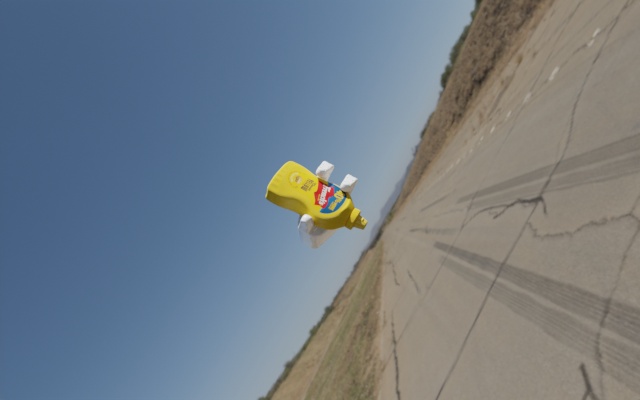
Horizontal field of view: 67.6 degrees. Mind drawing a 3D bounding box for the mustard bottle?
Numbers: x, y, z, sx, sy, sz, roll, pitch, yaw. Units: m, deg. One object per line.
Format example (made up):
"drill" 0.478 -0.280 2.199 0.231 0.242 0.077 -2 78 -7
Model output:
"mustard bottle" 0.000 0.003 0.898 0.191 0.058 0.096 28 46 8
